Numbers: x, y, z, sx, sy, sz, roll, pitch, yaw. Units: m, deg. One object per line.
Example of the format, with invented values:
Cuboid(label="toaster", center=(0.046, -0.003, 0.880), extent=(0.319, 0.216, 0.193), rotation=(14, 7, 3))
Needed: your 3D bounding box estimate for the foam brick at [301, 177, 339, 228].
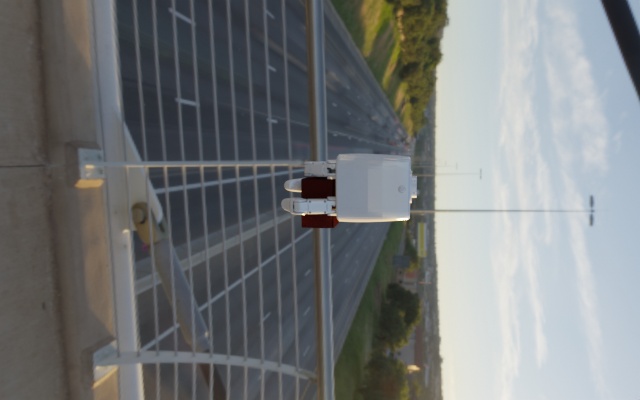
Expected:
Cuboid(label="foam brick", center=(0.000, 0.003, 0.744), extent=(0.051, 0.078, 0.053), rotation=(1, 6, 10))
